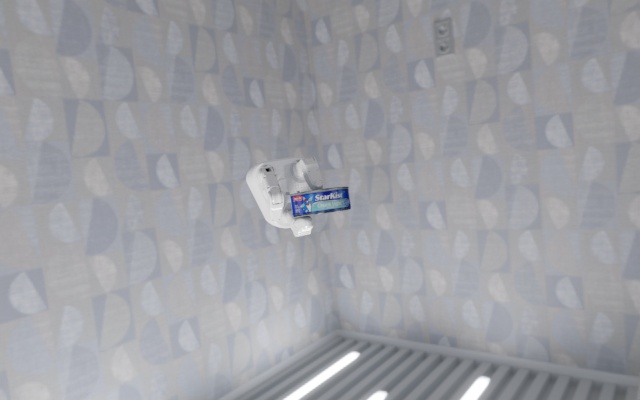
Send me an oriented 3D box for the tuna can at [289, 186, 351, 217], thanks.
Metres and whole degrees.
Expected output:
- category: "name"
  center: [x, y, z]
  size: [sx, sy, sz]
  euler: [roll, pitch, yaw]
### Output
- category: "tuna can"
  center: [0.000, 0.003, 0.682]
  size: [0.086, 0.034, 0.086]
  euler: [-8, -1, 0]
